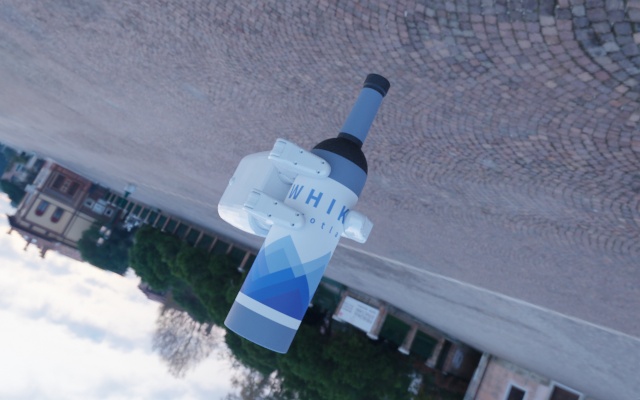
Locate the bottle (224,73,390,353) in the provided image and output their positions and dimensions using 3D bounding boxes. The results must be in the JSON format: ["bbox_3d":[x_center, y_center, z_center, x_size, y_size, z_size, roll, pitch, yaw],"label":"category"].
[{"bbox_3d":[0.000,0.002,0.485,0.069,0.295,0.069,25,-11,5],"label":"bottle"}]
